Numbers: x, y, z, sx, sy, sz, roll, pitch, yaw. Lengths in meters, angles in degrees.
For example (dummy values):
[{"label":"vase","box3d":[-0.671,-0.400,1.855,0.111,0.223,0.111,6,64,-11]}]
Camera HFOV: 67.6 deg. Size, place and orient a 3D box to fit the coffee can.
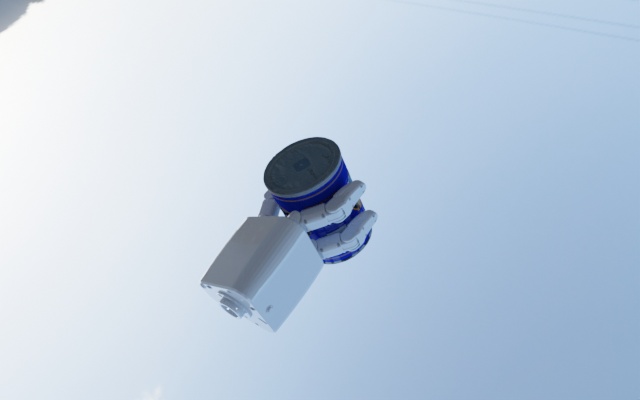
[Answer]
[{"label":"coffee can","box3d":[0.000,0.002,0.631,0.103,0.102,0.140,0,-42,28]}]
